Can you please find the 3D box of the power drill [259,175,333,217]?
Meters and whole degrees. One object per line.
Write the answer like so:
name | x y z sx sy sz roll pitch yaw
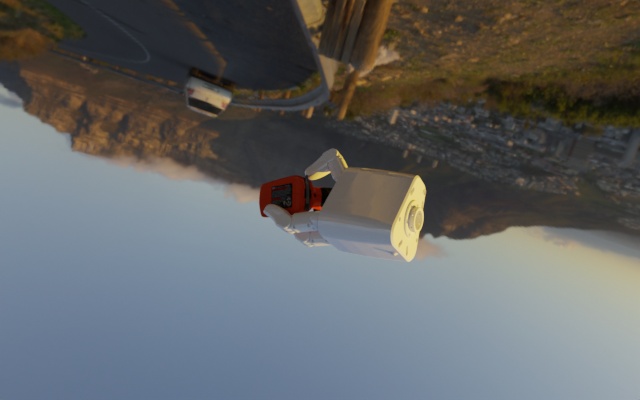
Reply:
power drill | 0.000 0.002 0.759 0.187 0.057 0.184 3 -10 -39
